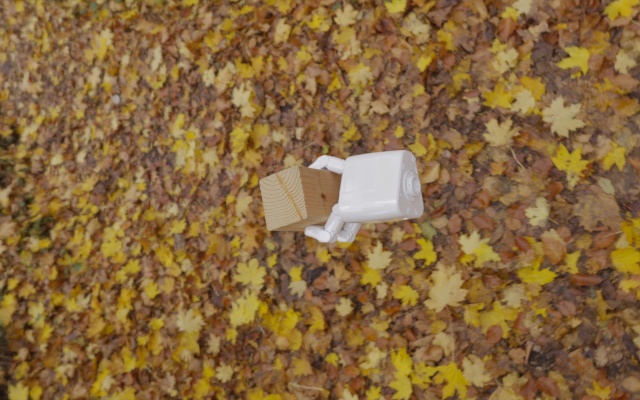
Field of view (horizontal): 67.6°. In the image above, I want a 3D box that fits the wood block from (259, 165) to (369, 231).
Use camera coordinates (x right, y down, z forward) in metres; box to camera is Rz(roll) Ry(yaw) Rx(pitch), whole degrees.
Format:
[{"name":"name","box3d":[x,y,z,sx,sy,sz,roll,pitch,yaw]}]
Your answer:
[{"name":"wood block","box3d":[0.000,0.002,0.852,0.090,0.090,0.206,-19,-15,34]}]
